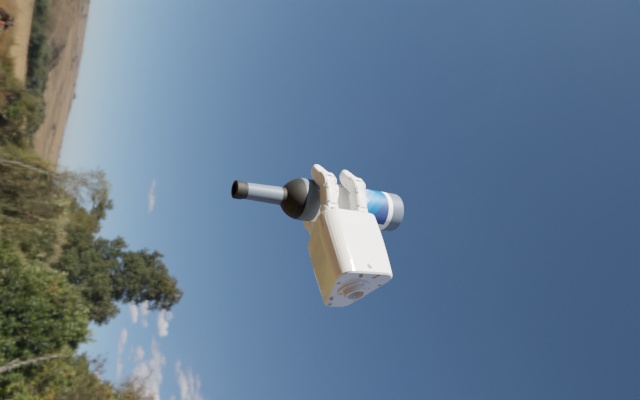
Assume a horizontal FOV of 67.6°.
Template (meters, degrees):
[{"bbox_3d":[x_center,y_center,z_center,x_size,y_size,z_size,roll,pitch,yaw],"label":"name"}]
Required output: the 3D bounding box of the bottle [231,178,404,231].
[{"bbox_3d":[0.000,0.002,0.769,0.296,0.069,0.069,9,-4,-30],"label":"bottle"}]
